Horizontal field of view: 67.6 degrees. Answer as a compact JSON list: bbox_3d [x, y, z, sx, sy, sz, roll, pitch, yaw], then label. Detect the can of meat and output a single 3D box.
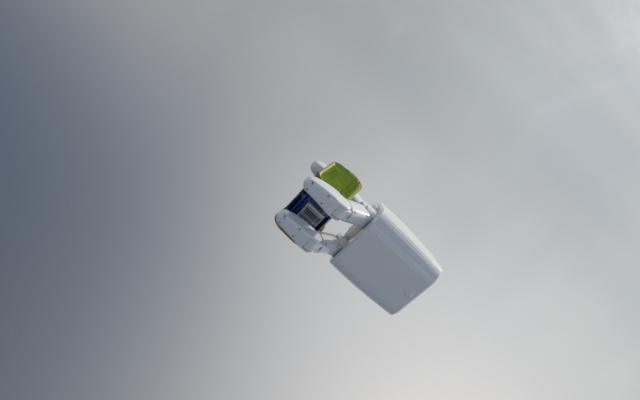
[{"bbox_3d":[0.000,0.002,0.607,0.084,0.057,0.102,-46,-2,24],"label":"can of meat"}]
